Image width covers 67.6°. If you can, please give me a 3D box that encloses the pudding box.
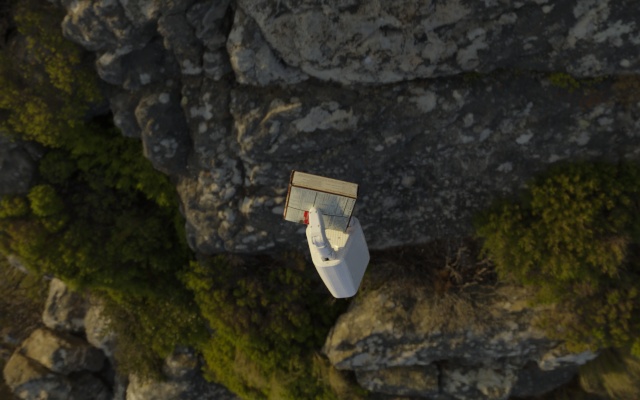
[{"bbox_3d":[0.000,0.003,0.790,0.113,0.039,0.090,11,-44,-4],"label":"pudding box"}]
